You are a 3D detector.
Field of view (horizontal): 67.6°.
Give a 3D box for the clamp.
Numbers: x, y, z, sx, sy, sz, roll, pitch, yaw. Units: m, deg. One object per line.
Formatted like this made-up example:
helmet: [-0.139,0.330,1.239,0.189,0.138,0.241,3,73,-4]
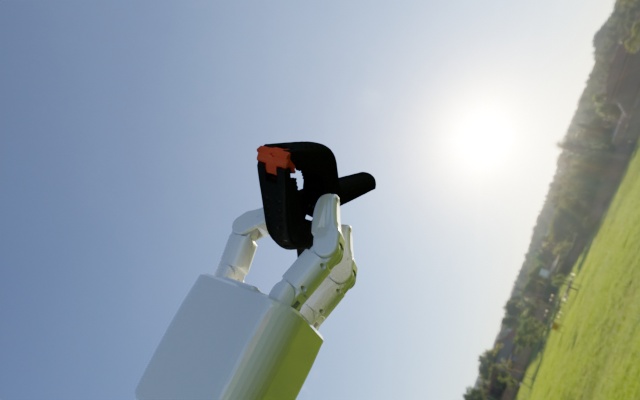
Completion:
clamp: [-0.001,0.001,0.438,0.036,0.164,0.210,15,-25,24]
